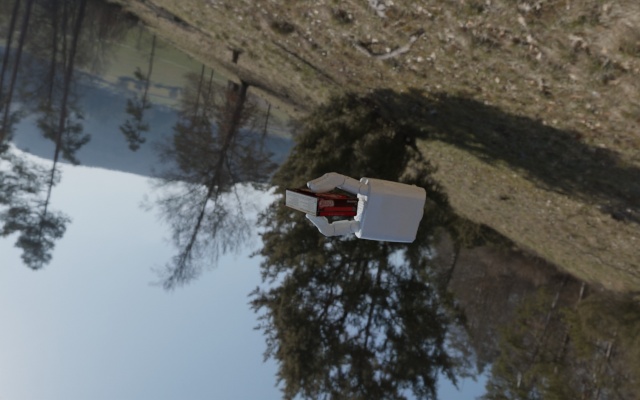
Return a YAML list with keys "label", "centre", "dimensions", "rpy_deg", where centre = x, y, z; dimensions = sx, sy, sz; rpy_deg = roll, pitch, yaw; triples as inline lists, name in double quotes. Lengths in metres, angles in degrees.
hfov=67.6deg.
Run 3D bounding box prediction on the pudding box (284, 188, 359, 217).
- label: "pudding box"
  centre: [0.000, 0.003, 0.860]
  dimensions: [0.090, 0.039, 0.113]
  rpy_deg: [2, 6, -35]
